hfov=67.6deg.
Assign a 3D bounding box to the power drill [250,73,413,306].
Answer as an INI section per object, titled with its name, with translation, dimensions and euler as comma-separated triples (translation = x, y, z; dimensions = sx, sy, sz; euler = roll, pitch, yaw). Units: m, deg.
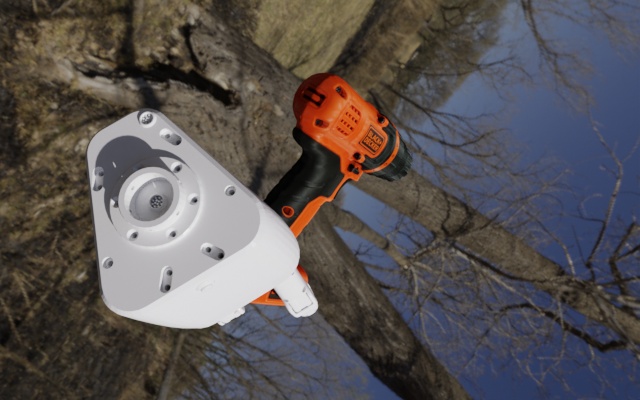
[power drill]
translation = 0.000, 0.002, 0.419
dimensions = 0.057, 0.187, 0.184
euler = 35, 5, 32
